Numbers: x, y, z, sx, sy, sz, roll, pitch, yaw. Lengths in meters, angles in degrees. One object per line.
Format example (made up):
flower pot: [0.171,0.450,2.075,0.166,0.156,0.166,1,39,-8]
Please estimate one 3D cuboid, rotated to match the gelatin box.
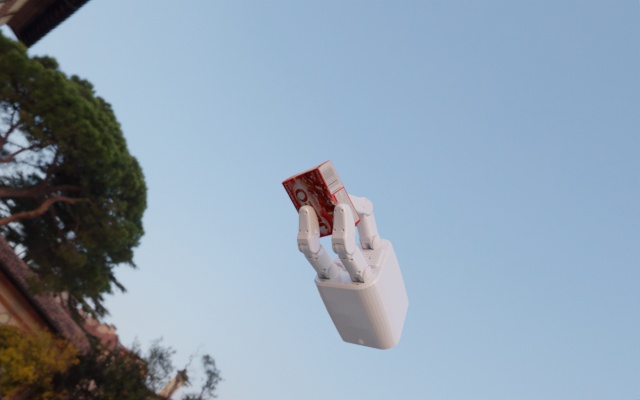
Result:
gelatin box: [0.000,0.001,0.607,0.073,0.089,0.030,-18,12,46]
